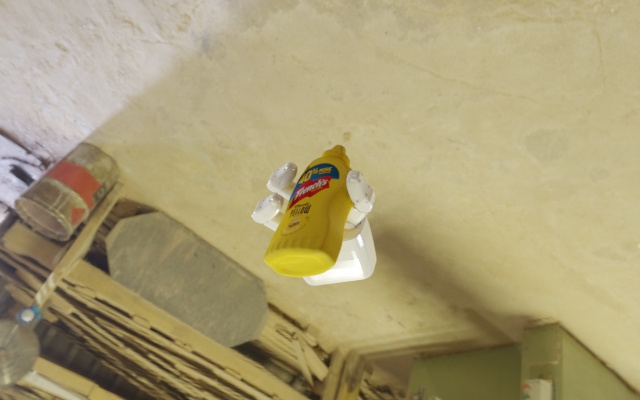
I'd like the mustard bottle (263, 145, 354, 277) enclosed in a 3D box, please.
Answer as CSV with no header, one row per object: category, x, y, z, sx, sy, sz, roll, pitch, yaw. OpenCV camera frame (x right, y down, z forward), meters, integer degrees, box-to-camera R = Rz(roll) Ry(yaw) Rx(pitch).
mustard bottle,0.000,0.002,0.604,0.096,0.191,0.058,-16,-50,40
